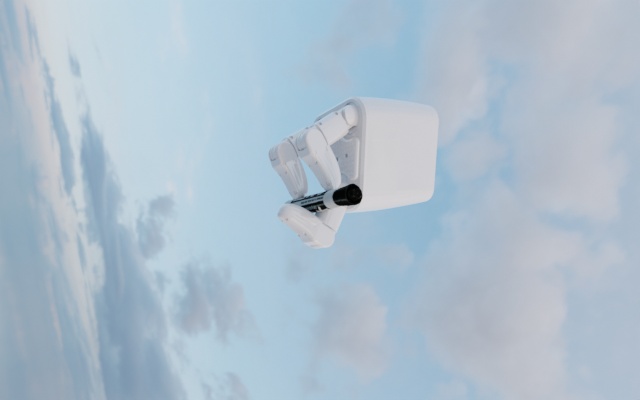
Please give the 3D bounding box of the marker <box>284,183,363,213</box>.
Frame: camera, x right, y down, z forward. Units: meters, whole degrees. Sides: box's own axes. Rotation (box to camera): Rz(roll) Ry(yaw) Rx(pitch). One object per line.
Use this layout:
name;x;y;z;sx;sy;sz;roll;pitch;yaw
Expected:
marker;0.000;0.001;0.455;0.020;0.020;0.121;0;-7;-32
